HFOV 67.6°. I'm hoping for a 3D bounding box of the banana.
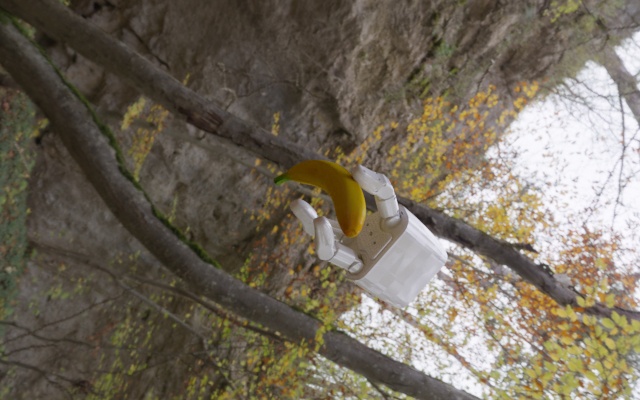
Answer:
[{"bbox_3d":[0.010,-0.013,0.592,0.037,0.069,0.197,43,-6,-34],"label":"banana"}]
